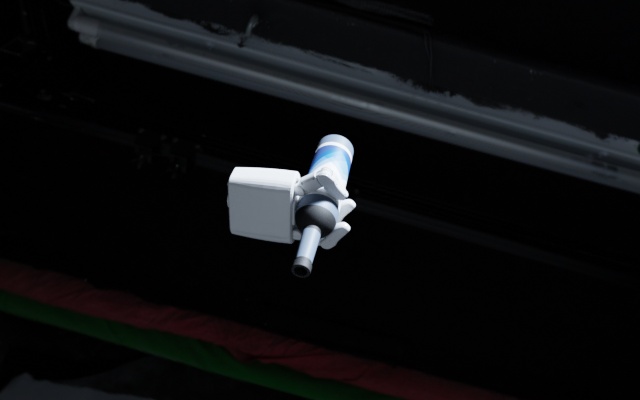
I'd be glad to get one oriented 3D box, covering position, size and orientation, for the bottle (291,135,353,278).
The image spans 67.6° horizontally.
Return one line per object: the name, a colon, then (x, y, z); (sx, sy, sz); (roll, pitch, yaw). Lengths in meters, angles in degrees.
bottle: (0.000, 0.002, 0.767); (0.069, 0.069, 0.295); (0, 41, 14)
